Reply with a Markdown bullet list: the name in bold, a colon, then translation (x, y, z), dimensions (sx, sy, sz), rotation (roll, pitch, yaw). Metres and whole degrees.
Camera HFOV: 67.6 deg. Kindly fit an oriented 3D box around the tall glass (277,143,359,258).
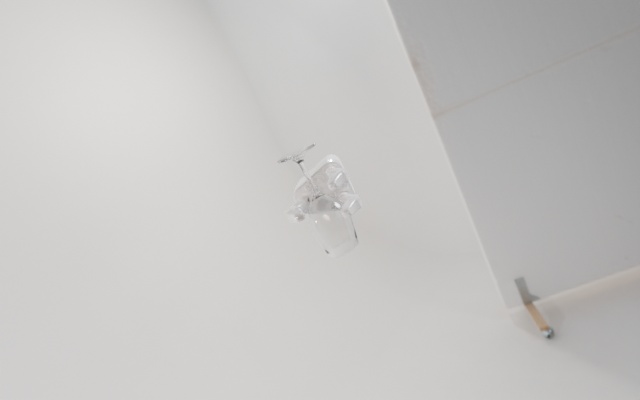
- **tall glass**: translation (0.000, 0.002, 0.855), dimensions (0.079, 0.201, 0.079), rotation (-25, 14, 7)
